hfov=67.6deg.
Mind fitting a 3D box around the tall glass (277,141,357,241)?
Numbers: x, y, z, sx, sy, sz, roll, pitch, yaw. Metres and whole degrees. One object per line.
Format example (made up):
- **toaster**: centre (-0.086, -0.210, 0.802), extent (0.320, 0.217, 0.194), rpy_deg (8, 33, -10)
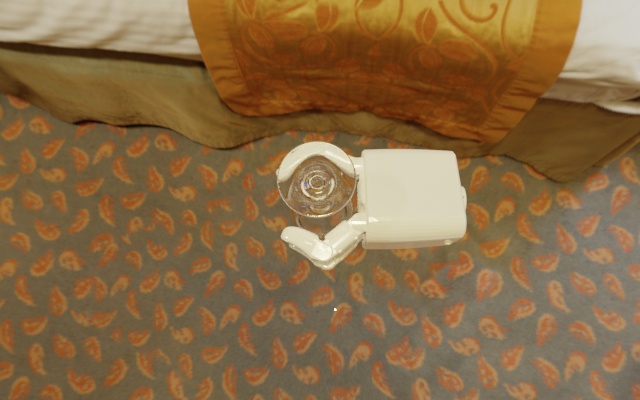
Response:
- **tall glass**: centre (0.000, 0.002, 0.540), extent (0.079, 0.079, 0.201), rpy_deg (0, -13, 2)
